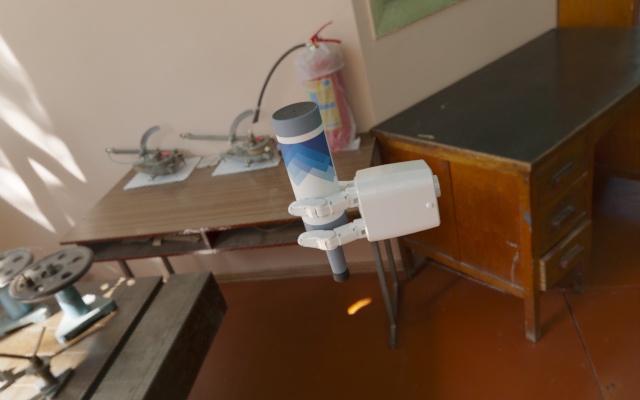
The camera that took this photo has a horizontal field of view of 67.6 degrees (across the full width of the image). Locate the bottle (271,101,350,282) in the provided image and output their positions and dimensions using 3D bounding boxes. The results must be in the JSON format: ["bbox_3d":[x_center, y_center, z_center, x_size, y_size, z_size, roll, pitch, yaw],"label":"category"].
[{"bbox_3d":[0.000,0.002,0.716,0.069,0.296,0.069,-12,29,7],"label":"bottle"}]
